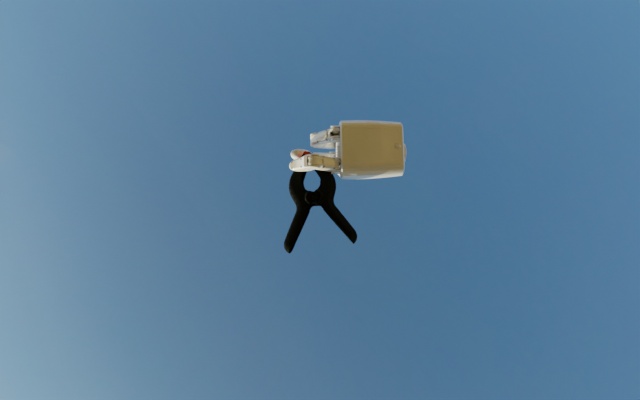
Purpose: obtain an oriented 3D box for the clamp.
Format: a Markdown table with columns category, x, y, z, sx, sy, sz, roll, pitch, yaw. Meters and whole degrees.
| category | x | y | z | sx | sy | sz | roll | pitch | yaw |
| --- | --- | --- | --- | --- | --- | --- | --- | --- | --- |
| clamp | 0.000 | 0.003 | 0.796 | 0.120 | 0.171 | 0.039 | 1 | -8 | -2 |
